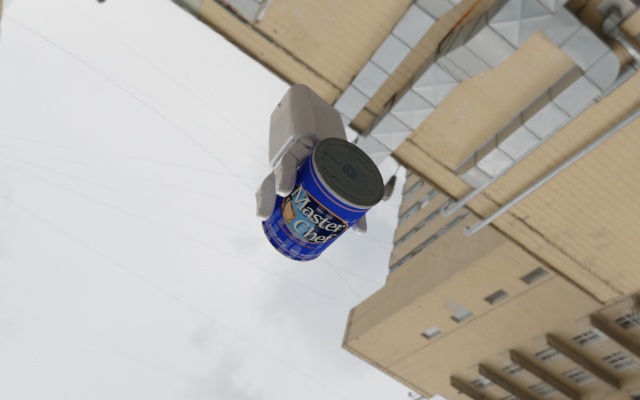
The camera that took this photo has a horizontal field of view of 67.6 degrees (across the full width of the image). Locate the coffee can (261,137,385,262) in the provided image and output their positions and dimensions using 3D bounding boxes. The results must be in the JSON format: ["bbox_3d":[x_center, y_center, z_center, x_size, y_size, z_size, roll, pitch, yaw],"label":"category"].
[{"bbox_3d":[0.000,0.002,0.620,0.103,0.102,0.140,0,-33,-39],"label":"coffee can"}]
